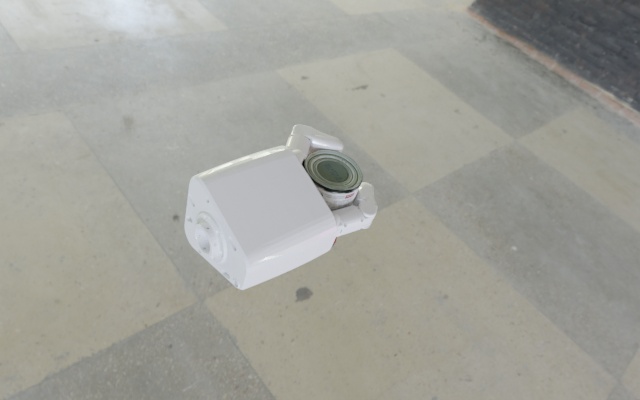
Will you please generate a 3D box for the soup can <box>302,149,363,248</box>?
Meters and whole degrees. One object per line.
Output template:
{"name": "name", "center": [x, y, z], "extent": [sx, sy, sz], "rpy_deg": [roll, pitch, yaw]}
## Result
{"name": "soup can", "center": [0.001, 0.001, 0.537], "extent": [0.068, 0.068, 0.102], "rpy_deg": [0, -44, -22]}
